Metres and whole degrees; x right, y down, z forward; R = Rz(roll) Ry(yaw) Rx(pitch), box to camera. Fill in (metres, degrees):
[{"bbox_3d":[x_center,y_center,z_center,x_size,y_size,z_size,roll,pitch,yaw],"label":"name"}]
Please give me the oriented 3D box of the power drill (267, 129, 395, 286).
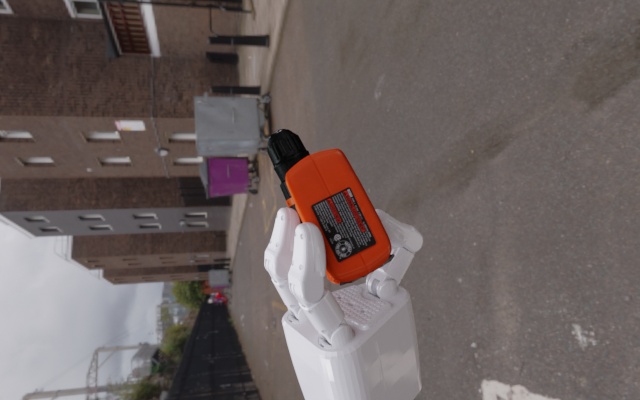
[{"bbox_3d":[0.000,0.002,0.462,0.057,0.184,0.187,-28,0,-5],"label":"power drill"}]
